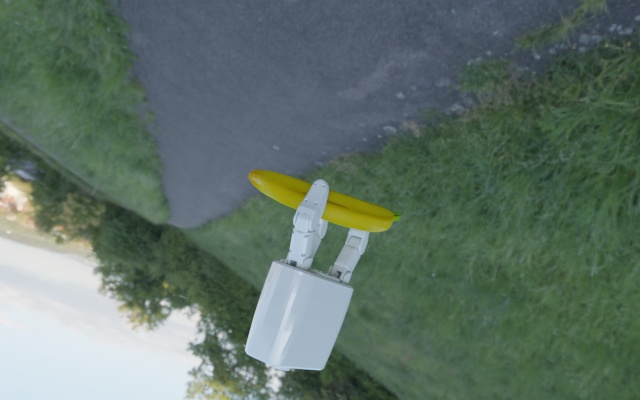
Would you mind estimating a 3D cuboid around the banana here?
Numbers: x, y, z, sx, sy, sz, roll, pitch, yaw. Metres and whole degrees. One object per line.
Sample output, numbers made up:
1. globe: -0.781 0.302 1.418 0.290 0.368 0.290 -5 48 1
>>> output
1. banana: 0.004 0.003 0.574 0.198 0.037 0.069 18 0 -2
